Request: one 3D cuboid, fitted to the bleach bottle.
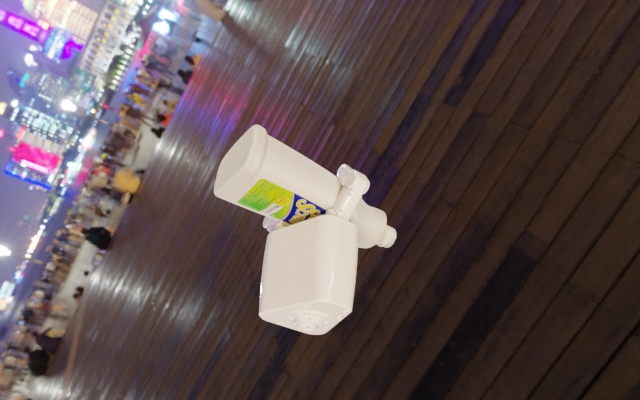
[{"bbox_3d":[0.000,0.002,0.603,0.251,0.068,0.102,25,-38,-27],"label":"bleach bottle"}]
